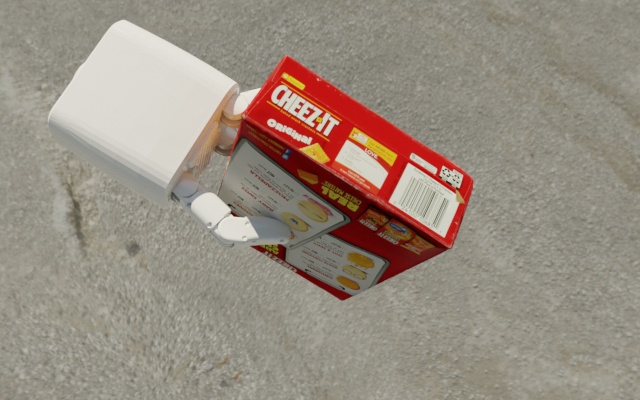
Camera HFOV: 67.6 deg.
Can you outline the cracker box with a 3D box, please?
[{"bbox_3d":[0.000,0.001,0.412,0.164,0.072,0.214,32,-27,-4],"label":"cracker box"}]
